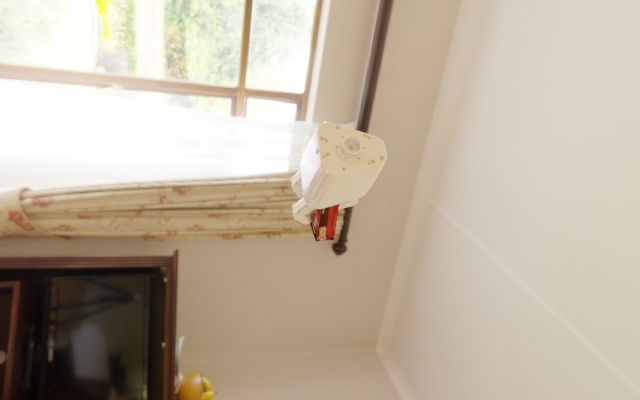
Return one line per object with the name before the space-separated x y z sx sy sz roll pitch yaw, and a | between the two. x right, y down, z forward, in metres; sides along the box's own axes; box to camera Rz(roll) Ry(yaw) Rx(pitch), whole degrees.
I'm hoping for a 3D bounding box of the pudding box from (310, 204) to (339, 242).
pudding box | 0.000 0.003 0.839 0.039 0.090 0.113 -1 36 -13
